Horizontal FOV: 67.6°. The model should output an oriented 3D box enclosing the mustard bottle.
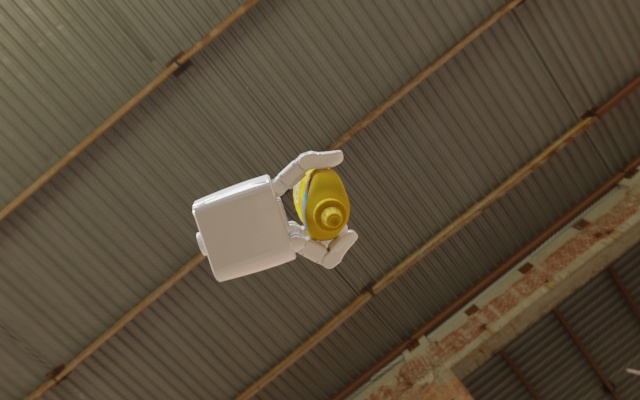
[{"bbox_3d":[0.000,0.002,0.649,0.058,0.096,0.191,5,12,-10],"label":"mustard bottle"}]
